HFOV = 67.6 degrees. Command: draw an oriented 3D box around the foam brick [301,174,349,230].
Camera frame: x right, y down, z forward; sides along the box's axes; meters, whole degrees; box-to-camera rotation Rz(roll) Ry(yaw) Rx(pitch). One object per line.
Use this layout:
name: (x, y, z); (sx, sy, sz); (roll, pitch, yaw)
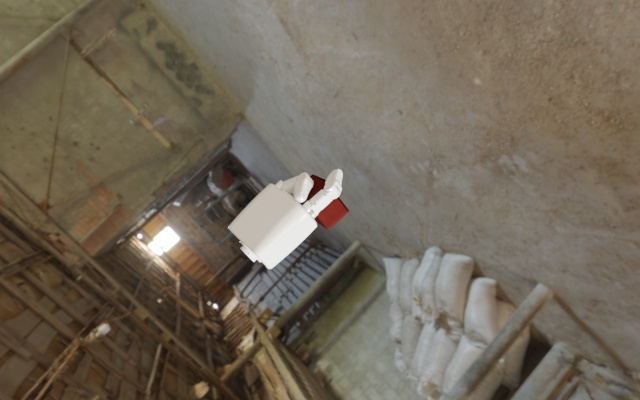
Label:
foam brick: (0.000, 0.003, 0.826); (0.078, 0.051, 0.053); (51, -12, -29)
